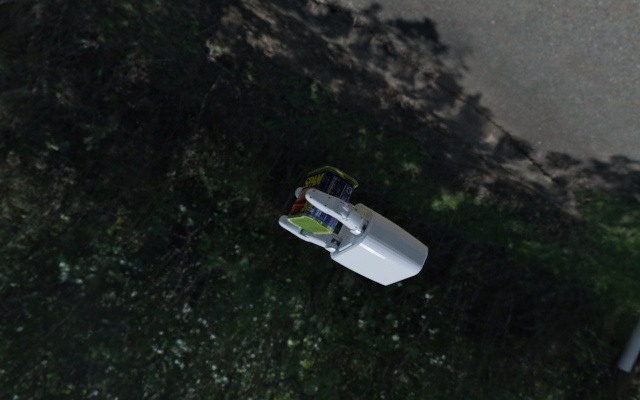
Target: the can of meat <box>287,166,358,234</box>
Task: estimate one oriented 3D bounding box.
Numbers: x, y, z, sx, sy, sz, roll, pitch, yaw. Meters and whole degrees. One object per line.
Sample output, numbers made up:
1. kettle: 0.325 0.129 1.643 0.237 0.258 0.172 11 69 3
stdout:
1. can of meat: 0.000 0.003 0.719 0.057 0.084 0.102 31 -15 -18
